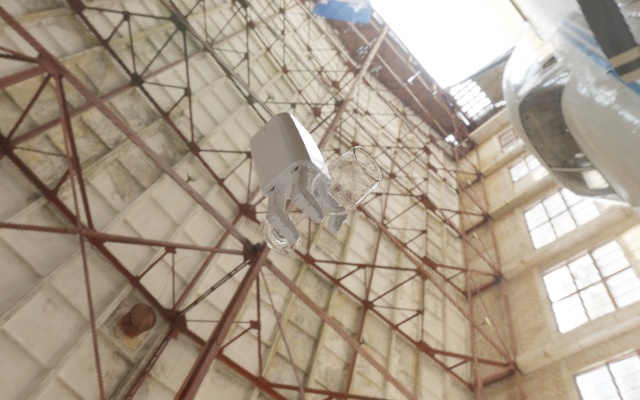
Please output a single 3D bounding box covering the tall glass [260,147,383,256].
[{"bbox_3d":[0.000,0.003,0.725,0.201,0.079,0.079,-38,-20,28],"label":"tall glass"}]
